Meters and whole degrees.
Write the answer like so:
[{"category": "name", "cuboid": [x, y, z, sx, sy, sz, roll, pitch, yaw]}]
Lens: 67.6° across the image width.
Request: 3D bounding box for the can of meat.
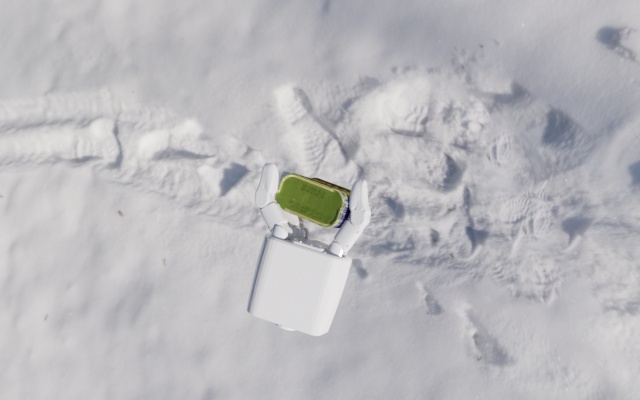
[{"category": "can of meat", "cuboid": [0.000, 0.002, 0.649, 0.102, 0.057, 0.084, 21, 5, 23]}]
